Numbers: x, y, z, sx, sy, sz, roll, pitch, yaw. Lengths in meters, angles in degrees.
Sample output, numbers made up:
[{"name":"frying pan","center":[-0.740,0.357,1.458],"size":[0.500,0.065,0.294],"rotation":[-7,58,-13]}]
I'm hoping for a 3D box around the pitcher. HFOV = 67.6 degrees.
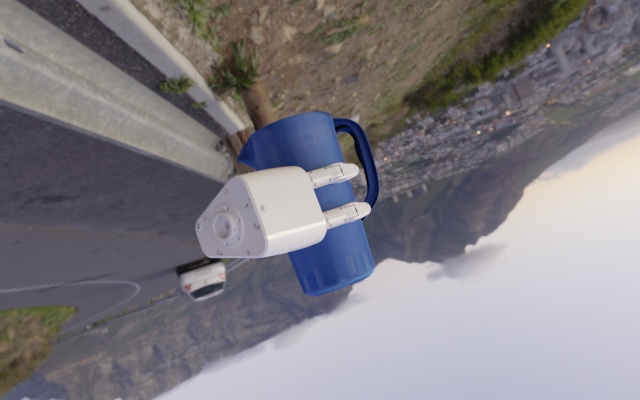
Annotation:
[{"name":"pitcher","center":[0.000,0.002,0.685],"size":[0.149,0.243,0.145],"rotation":[-23,-7,35]}]
